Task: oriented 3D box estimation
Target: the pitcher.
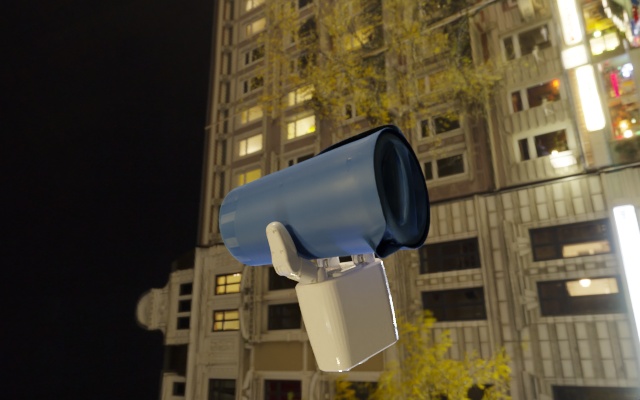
[{"bbox_3d":[0.000,0.002,0.579,0.243,0.145,0.149,-14,1,33],"label":"pitcher"}]
